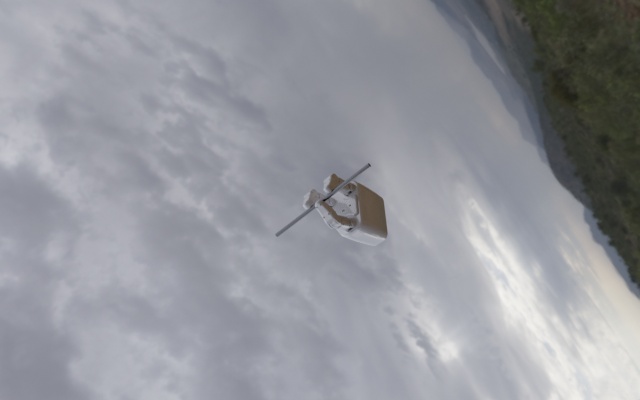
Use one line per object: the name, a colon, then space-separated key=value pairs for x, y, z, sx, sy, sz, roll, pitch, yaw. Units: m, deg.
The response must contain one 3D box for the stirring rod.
stirring rod: x=0.000 y=0.003 z=0.898 sx=0.239 sy=0.011 sz=0.011 roll=-37 pitch=-18 yaw=25
